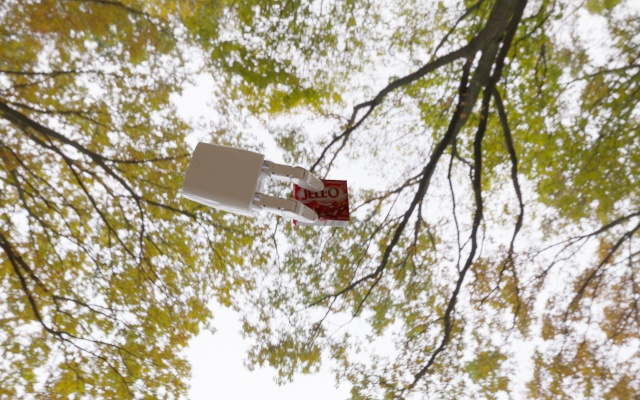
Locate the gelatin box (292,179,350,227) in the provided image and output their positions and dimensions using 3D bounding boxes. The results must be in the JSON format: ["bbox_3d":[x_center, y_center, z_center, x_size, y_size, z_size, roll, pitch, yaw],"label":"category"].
[{"bbox_3d":[0.000,0.003,0.764,0.089,0.073,0.030,3,-25,-10],"label":"gelatin box"}]
